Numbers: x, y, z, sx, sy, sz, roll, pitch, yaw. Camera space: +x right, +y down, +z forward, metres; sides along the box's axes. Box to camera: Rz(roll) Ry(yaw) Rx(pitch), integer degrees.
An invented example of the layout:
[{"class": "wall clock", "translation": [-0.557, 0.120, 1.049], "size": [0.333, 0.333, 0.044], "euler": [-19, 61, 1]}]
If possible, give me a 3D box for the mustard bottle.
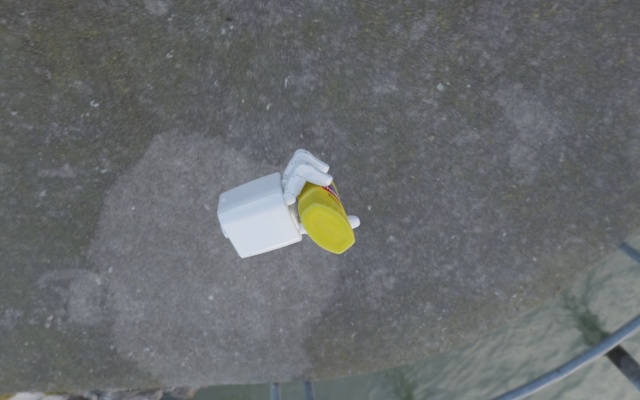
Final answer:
[{"class": "mustard bottle", "translation": [0.000, 0.002, 0.769], "size": [0.096, 0.058, 0.191], "euler": [44, 13, -23]}]
